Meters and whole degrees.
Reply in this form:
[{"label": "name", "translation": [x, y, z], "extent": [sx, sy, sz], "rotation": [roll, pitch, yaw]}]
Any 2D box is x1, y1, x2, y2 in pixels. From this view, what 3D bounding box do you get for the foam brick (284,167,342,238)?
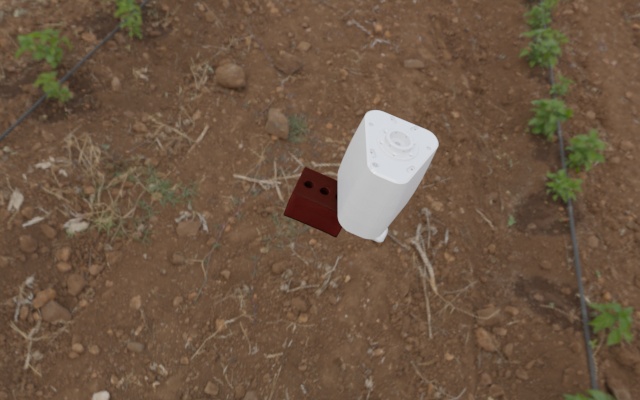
[{"label": "foam brick", "translation": [0.000, 0.002, 0.627], "extent": [0.078, 0.053, 0.051], "rotation": [23, -39, 1]}]
